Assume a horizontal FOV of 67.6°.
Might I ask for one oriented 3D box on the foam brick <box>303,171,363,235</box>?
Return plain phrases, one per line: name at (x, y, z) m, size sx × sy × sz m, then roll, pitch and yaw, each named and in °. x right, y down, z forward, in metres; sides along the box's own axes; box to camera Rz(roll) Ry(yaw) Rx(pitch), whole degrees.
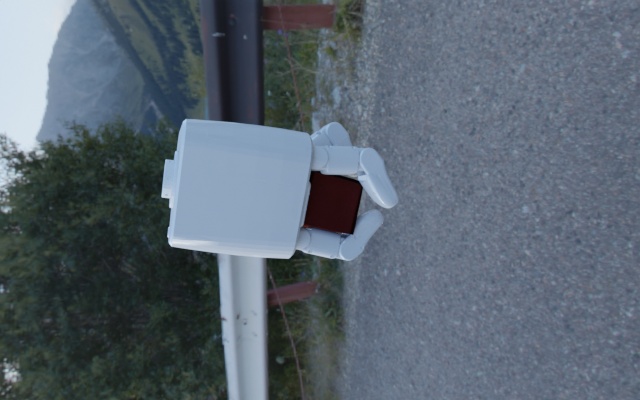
foam brick at (0.000, 0.002, 0.466) m, size 0.051 × 0.053 × 0.078 m, roll 13°, pitch -5°, yaw -18°
